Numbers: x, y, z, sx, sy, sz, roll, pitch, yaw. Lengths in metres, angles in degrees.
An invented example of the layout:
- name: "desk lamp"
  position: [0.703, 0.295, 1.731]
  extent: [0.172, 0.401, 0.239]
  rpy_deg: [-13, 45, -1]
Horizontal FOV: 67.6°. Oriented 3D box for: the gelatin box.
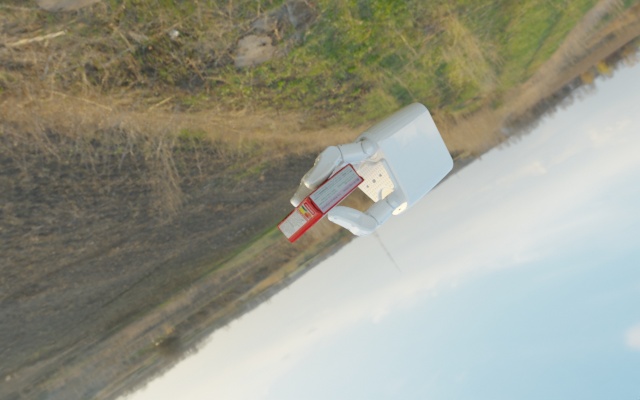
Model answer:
- name: "gelatin box"
  position: [0.000, 0.002, 0.547]
  extent: [0.089, 0.030, 0.073]
  rpy_deg: [-41, -1, -43]
